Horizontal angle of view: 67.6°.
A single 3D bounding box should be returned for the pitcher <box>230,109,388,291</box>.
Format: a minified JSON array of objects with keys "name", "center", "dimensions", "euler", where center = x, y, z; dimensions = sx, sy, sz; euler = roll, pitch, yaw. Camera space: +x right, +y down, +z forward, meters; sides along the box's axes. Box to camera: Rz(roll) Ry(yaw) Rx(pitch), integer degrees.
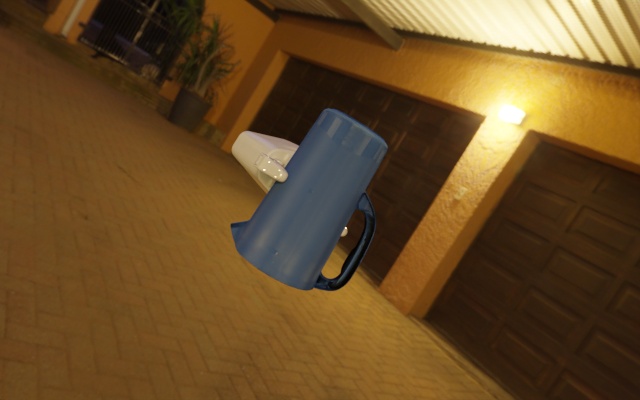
[{"name":"pitcher","center":[0.000,0.002,0.686],"dimensions":[0.149,0.243,0.145],"euler":[27,6,-44]}]
